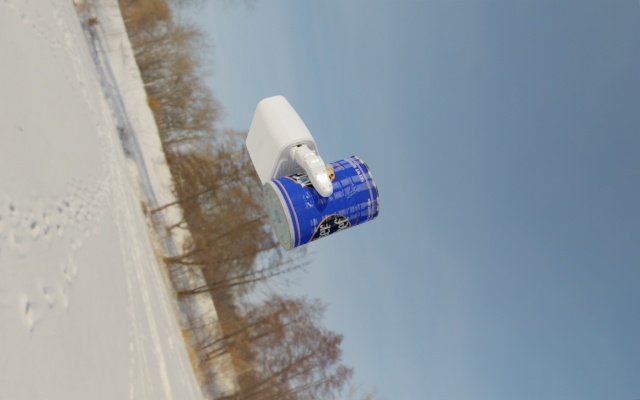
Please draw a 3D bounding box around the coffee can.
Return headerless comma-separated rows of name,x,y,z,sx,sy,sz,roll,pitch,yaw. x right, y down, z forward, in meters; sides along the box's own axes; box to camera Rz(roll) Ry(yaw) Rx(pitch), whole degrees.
coffee can,0.000,0.002,0.697,0.140,0.103,0.103,-18,6,-19
